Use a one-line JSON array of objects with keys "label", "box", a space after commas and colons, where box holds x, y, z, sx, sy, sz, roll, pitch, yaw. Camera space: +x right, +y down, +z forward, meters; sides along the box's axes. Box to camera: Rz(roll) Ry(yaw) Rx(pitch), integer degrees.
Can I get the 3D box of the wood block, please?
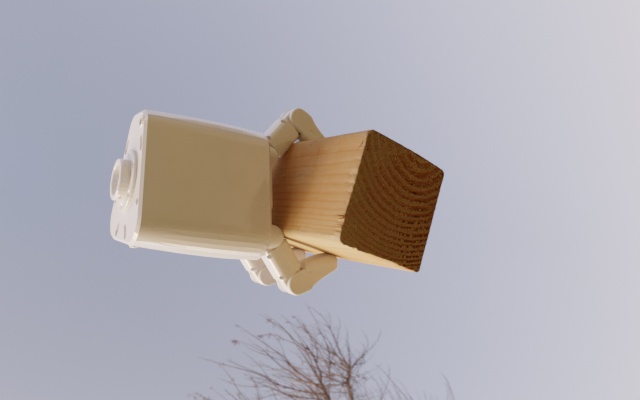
[{"label": "wood block", "box": [0.000, 0.001, 0.450, 0.090, 0.091, 0.206, 23, -12, -33]}]
